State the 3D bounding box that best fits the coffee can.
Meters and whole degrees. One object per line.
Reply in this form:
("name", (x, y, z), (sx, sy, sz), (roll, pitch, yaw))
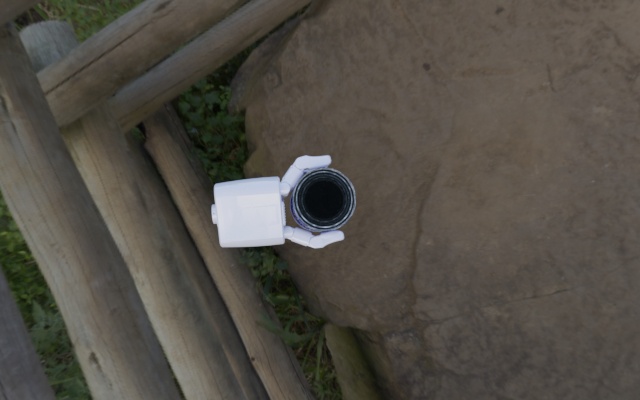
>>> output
("coffee can", (0.000, 0.003, 0.827), (0.103, 0.103, 0.140), (0, -4, -5))
